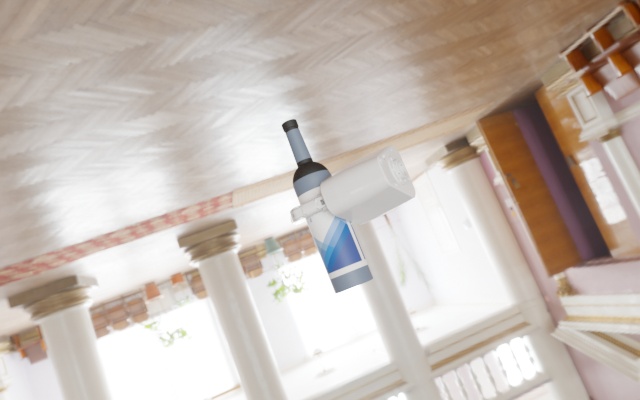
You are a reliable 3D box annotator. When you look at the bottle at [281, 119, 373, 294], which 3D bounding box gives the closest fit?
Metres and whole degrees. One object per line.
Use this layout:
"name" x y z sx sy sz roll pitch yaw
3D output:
"bottle" 0.000 0.003 0.787 0.069 0.295 0.069 -21 -9 -4
